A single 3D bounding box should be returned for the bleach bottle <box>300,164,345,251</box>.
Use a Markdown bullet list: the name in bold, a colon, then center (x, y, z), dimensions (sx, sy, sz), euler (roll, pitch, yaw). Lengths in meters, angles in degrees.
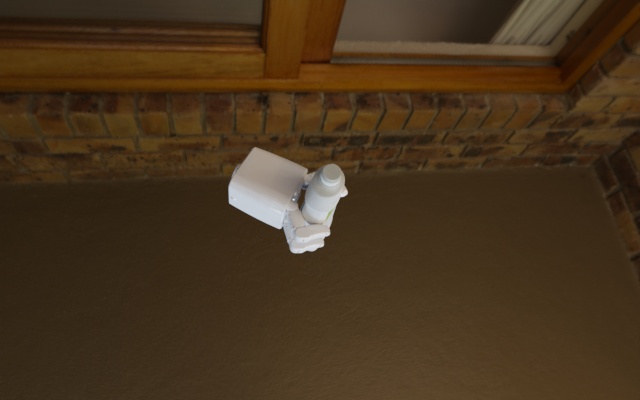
- **bleach bottle**: center (0.000, 0.003, 0.833), dimensions (0.068, 0.102, 0.251), euler (25, -27, 2)
